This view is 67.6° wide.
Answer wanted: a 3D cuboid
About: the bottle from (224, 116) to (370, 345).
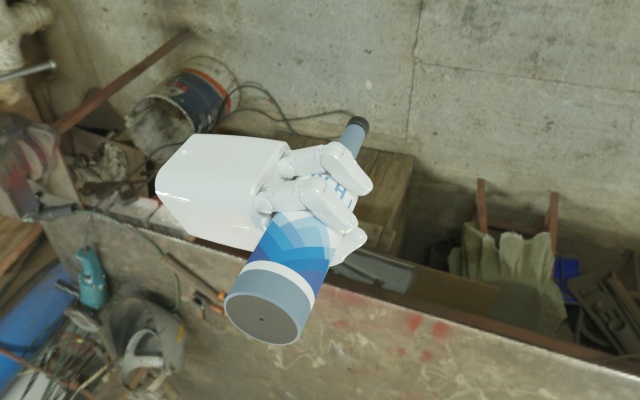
[{"bbox_3d":[0.000,0.002,0.481,0.069,0.069,0.295,0,39,25],"label":"bottle"}]
